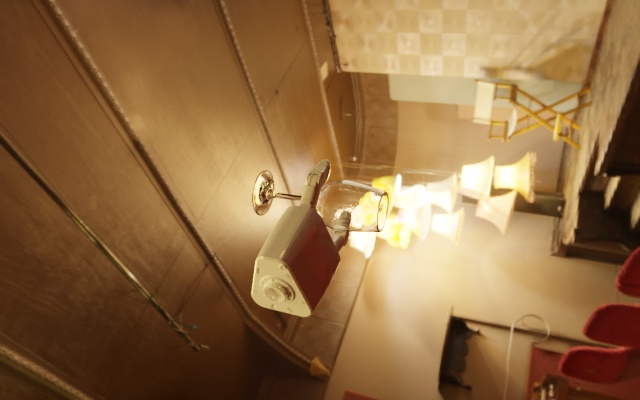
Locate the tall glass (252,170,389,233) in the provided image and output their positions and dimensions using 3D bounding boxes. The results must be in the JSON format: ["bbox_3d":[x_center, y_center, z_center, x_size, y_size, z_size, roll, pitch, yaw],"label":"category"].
[{"bbox_3d":[0.000,0.002,0.732,0.201,0.079,0.079,9,3,20],"label":"tall glass"}]
